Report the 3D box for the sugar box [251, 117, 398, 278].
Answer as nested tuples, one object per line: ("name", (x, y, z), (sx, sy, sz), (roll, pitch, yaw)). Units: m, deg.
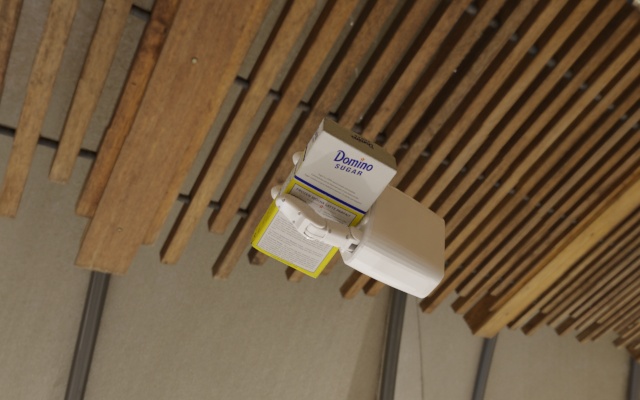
("sugar box", (0.000, 0.002, 0.546), (0.093, 0.176, 0.048), (28, 28, -13))
